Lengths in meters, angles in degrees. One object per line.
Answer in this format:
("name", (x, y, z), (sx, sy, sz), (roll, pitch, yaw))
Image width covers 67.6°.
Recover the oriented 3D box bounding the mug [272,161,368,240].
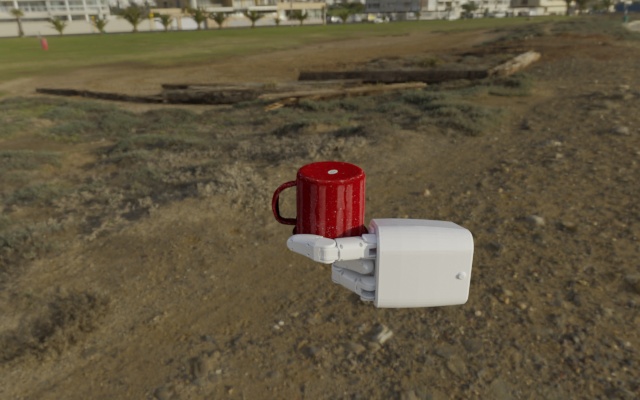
("mug", (-0.001, 0.002, 0.573), (0.117, 0.081, 0.093), (0, 22, -1))
